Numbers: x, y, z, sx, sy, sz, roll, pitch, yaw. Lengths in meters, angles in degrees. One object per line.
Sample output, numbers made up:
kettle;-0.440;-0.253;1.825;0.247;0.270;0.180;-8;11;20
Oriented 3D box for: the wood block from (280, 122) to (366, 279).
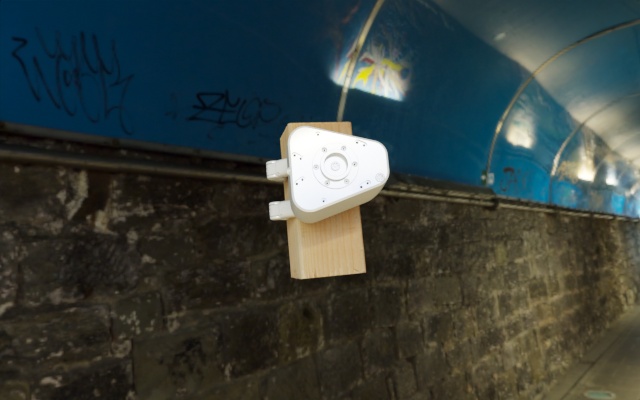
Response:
wood block;0.000;0.002;0.673;0.091;0.206;0.090;-3;-7;-13
